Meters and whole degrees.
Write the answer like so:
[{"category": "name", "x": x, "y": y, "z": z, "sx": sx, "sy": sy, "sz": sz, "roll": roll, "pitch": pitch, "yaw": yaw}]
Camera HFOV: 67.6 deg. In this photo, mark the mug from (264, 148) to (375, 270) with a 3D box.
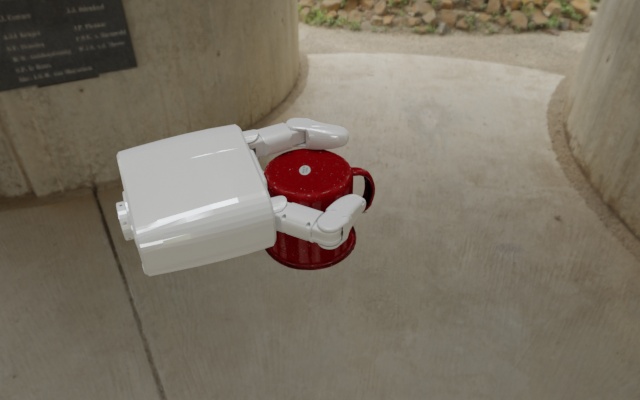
[{"category": "mug", "x": 0.001, "y": 0.001, "z": 0.454, "sx": 0.117, "sy": 0.082, "sz": 0.093, "roll": -15, "pitch": 40, "yaw": -18}]
